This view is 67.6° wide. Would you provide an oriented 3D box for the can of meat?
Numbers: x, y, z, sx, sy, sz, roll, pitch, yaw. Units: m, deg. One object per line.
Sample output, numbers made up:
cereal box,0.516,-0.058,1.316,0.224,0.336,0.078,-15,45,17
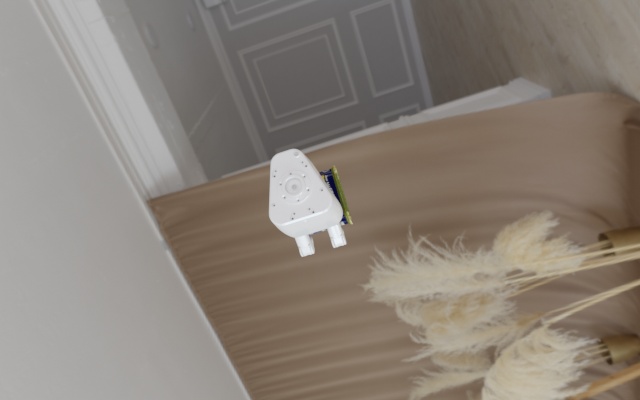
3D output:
can of meat,0.000,0.003,0.811,0.084,0.102,0.057,-17,-10,5
